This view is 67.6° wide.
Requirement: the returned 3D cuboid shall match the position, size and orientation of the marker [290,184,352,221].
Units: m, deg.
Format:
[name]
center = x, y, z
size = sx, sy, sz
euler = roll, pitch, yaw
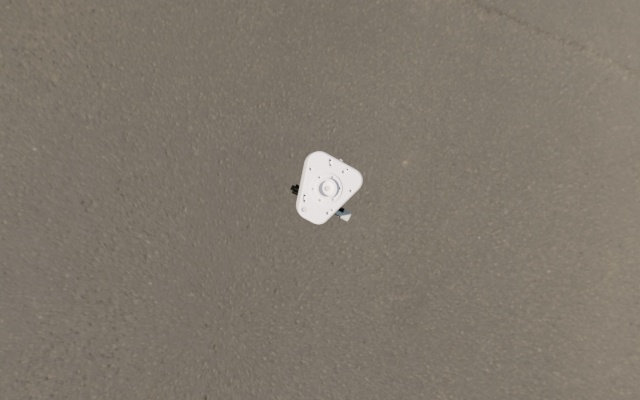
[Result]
[marker]
center = 0.000, 0.003, 0.878
size = 0.121, 0.020, 0.020
euler = 27, -2, -3
